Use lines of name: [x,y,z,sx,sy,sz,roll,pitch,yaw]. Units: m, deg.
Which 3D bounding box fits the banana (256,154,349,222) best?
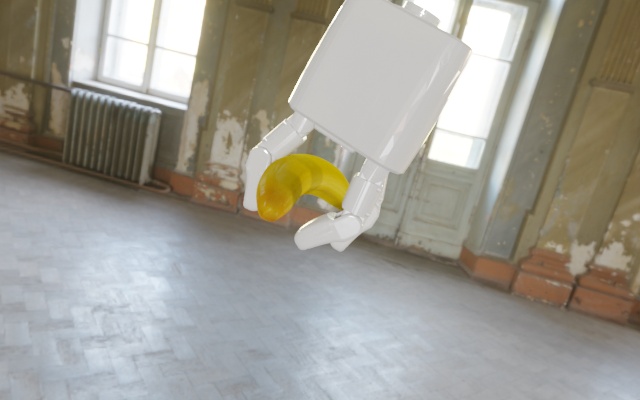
banana: [-0.009,-0.013,0.435,0.037,0.069,0.198,-43,-19,18]
